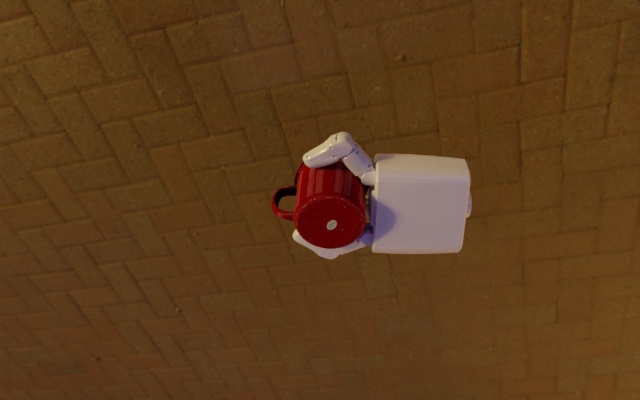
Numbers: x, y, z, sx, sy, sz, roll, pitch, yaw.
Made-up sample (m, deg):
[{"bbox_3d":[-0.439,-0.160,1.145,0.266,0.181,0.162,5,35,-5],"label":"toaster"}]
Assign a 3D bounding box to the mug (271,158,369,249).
[{"bbox_3d":[-0.001,0.002,0.563,0.117,0.093,0.081,1,37,3],"label":"mug"}]
